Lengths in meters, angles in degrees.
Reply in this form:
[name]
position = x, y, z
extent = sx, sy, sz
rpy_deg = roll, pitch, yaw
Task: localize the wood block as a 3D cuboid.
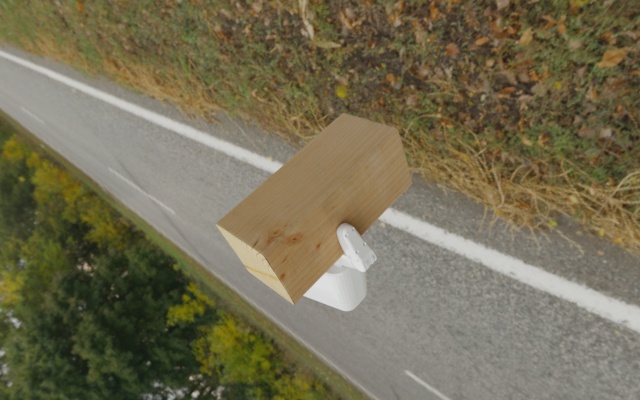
[wood block]
position = 0.000, 0.002, 0.544
extent = 0.206, 0.090, 0.090
rpy_deg = -44, 44, -21
